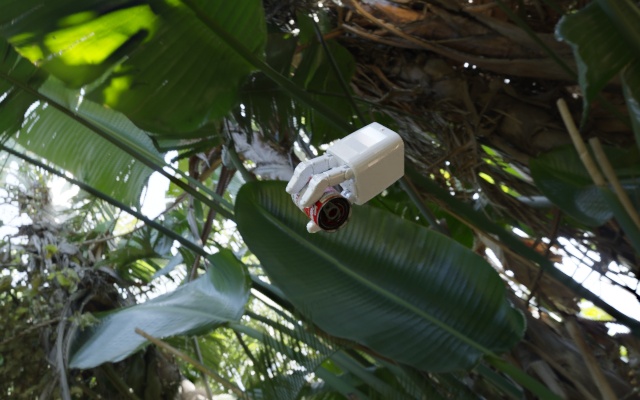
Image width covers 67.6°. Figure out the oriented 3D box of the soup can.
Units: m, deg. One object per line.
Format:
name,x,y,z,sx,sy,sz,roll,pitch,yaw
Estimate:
soup can,0.000,0.003,0.832,0.068,0.068,0.102,0,25,-33
